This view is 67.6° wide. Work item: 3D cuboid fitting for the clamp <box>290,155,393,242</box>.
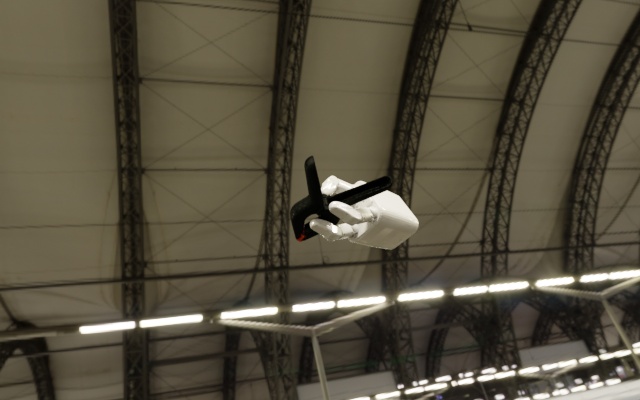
[{"bbox_3d":[0.000,0.002,0.830,0.164,0.036,0.210,19,-45,-32],"label":"clamp"}]
